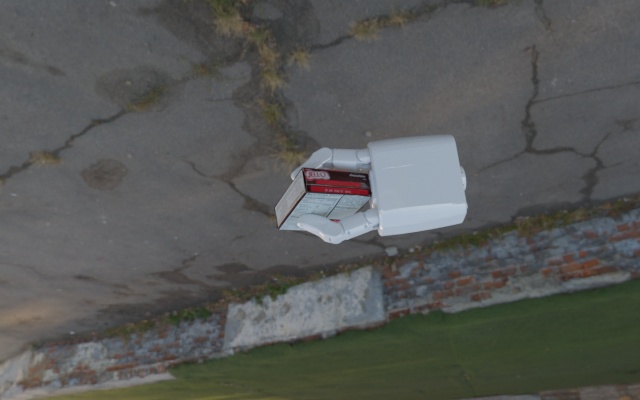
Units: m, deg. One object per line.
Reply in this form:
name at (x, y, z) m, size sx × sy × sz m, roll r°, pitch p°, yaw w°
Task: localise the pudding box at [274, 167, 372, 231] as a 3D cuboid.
pudding box at (0.000, 0.002, 0.610) m, size 0.090 × 0.039 × 0.113 m, roll 5°, pitch -30°, yaw -24°
